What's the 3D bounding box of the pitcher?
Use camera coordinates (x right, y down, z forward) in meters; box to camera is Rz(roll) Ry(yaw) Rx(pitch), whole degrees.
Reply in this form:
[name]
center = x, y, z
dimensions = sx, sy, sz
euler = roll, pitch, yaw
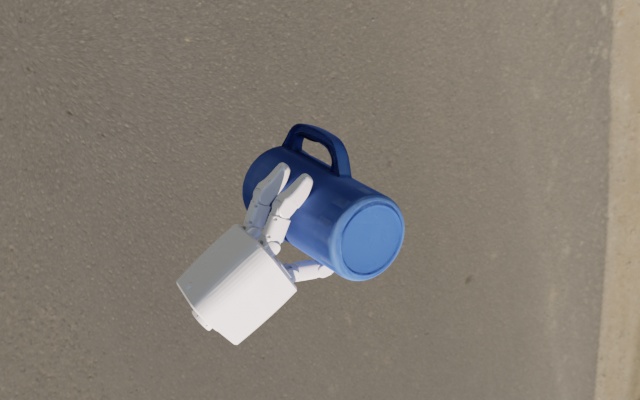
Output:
[pitcher]
center = 0.000, 0.002, 0.643
dimensions = 0.145, 0.149, 0.242
euler = -41, 33, -14
